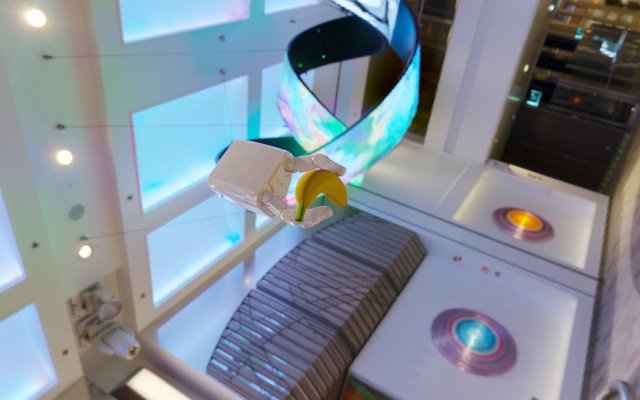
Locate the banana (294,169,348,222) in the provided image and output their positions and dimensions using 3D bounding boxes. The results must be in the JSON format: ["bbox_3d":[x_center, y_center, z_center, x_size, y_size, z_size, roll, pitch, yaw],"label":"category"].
[{"bbox_3d":[0.002,-0.015,0.736,0.037,0.069,0.198,15,12,21],"label":"banana"}]
